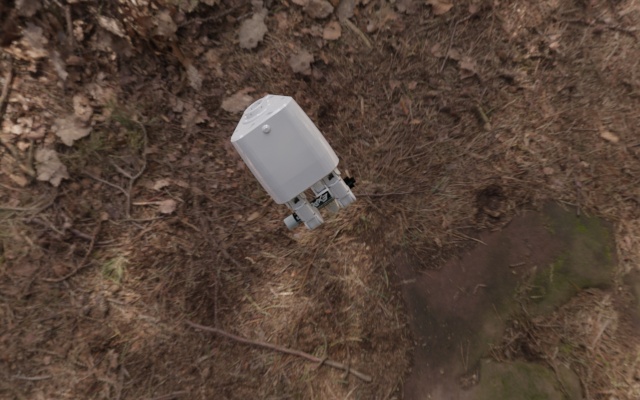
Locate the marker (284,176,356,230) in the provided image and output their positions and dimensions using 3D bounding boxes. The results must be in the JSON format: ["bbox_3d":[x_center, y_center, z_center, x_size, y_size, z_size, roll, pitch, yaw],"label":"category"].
[{"bbox_3d":[0.000,0.002,0.705,0.121,0.020,0.020,-35,-4,5],"label":"marker"}]
